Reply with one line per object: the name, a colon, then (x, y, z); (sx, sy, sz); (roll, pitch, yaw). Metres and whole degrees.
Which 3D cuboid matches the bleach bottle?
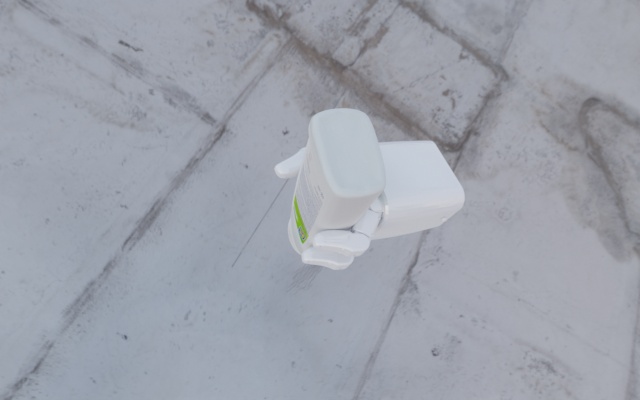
bleach bottle: (0.000, 0.002, 0.570); (0.068, 0.102, 0.251); (-7, -21, -17)
